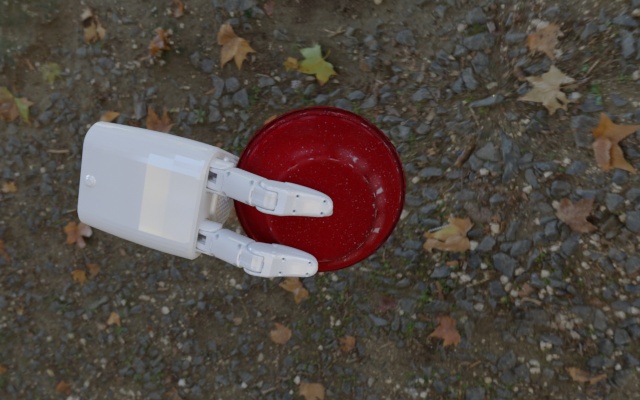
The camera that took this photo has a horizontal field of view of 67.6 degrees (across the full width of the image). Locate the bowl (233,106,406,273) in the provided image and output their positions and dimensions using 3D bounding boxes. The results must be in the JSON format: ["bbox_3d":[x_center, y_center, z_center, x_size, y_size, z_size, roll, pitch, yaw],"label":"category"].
[{"bbox_3d":[0.001,0.001,0.420,0.162,0.162,0.055,0,18,-2],"label":"bowl"}]
